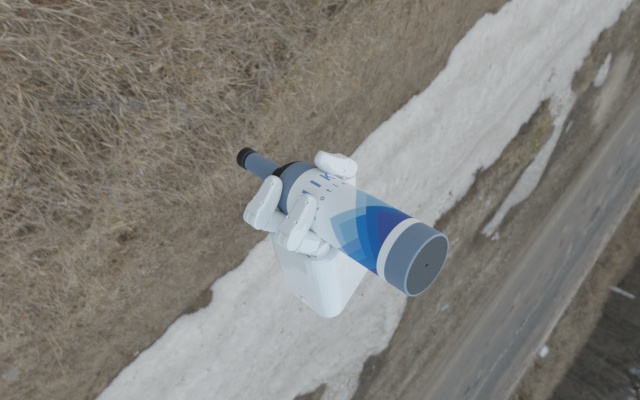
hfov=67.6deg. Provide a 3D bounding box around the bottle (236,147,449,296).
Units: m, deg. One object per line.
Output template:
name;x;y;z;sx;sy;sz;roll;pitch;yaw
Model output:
bottle;0.000;0.002;0.533;0.069;0.069;0.295;0;23;-47
